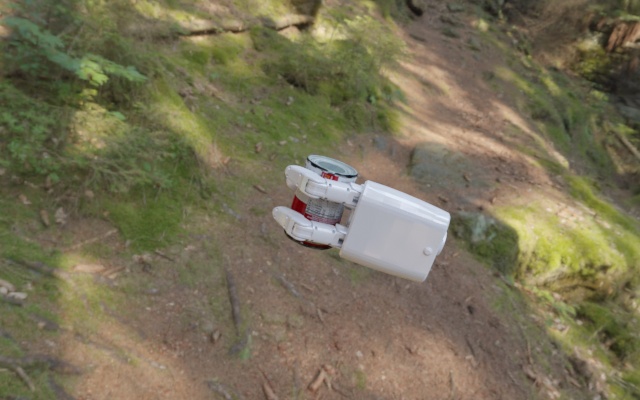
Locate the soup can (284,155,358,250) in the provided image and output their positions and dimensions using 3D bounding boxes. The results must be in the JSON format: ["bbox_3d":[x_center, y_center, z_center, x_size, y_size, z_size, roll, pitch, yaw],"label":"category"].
[{"bbox_3d":[0.000,0.002,0.602,0.068,0.102,0.068,17,18,-6],"label":"soup can"}]
